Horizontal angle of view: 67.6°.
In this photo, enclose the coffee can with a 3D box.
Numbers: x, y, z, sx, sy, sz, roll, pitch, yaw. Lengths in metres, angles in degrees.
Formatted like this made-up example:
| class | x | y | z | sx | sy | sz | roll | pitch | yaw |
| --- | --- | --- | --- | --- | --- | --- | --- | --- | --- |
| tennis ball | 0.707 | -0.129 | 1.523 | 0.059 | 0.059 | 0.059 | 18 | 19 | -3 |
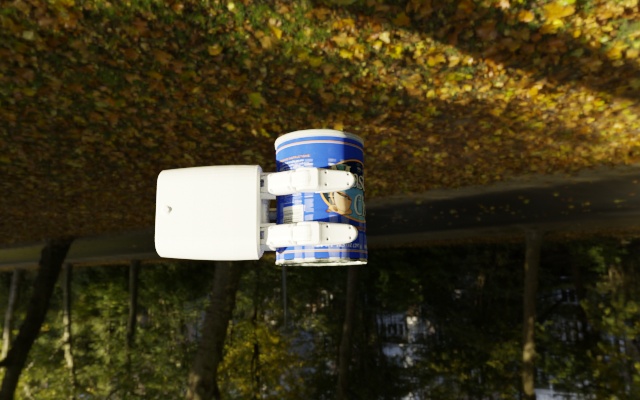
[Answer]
| class | x | y | z | sx | sy | sz | roll | pitch | yaw |
| --- | --- | --- | --- | --- | --- | --- | --- | --- | --- |
| coffee can | 0.000 | 0.002 | 0.544 | 0.103 | 0.140 | 0.103 | -1 | -10 | 0 |
